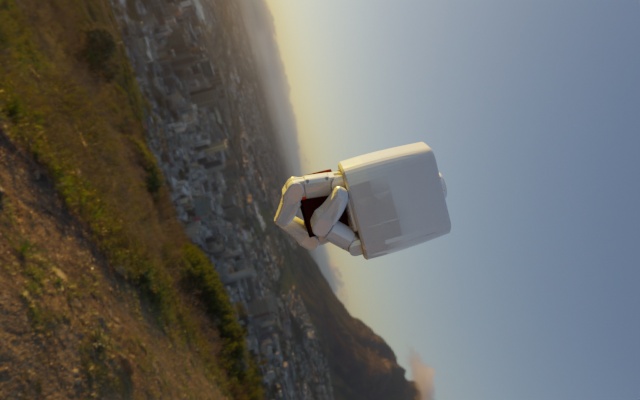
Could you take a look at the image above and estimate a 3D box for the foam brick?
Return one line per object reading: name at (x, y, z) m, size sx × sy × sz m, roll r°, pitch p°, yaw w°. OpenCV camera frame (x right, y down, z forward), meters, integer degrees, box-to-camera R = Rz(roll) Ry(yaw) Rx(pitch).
foam brick at (0.000, 0.002, 0.597) m, size 0.051 × 0.053 × 0.078 m, roll -16°, pitch 25°, yaw -1°
